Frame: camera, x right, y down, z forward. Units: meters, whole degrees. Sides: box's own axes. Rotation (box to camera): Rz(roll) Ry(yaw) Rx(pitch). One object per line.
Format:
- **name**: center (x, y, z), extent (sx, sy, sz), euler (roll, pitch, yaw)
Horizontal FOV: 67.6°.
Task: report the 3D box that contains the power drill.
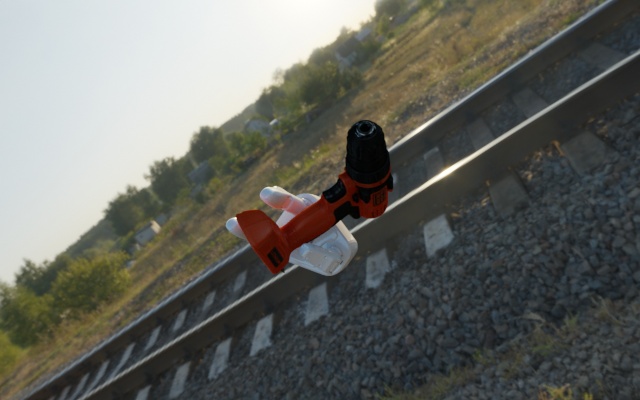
- **power drill**: center (0.000, 0.002, 0.558), extent (0.187, 0.057, 0.184), euler (-29, -29, -7)
